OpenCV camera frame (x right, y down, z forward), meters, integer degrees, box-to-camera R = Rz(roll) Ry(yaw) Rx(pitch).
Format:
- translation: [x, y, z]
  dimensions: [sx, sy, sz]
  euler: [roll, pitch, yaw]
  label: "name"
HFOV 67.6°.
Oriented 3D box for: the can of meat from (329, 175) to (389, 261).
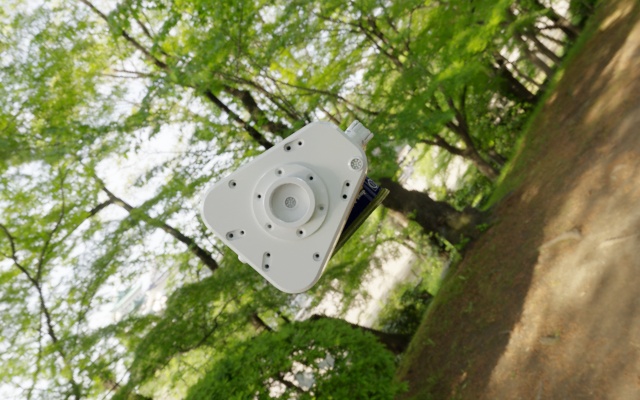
- translation: [0.000, 0.001, 0.457]
  dimensions: [0.084, 0.102, 0.057]
  euler: [41, 5, 0]
  label: "can of meat"
